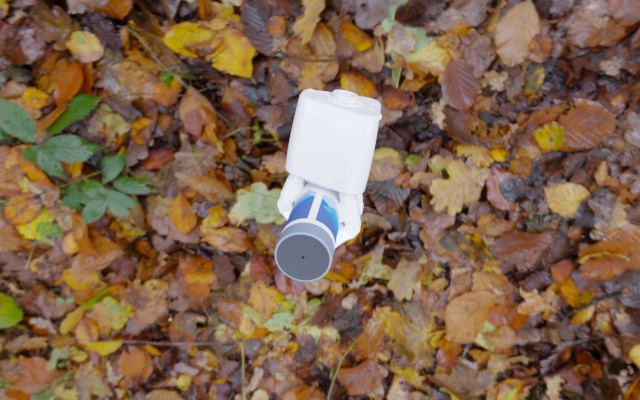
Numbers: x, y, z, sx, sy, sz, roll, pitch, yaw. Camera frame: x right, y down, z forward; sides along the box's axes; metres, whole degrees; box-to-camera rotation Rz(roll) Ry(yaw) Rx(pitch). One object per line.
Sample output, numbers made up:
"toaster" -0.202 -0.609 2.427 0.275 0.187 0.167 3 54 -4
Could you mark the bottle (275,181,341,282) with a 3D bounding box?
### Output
"bottle" 0.000 0.002 0.674 0.069 0.069 0.295 0 25 9
